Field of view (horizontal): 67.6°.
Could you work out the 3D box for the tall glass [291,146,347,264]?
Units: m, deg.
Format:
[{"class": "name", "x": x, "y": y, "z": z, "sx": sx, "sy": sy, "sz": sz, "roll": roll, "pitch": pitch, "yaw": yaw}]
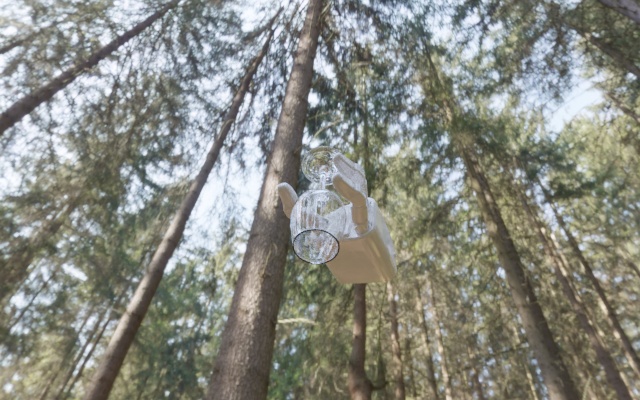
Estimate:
[{"class": "tall glass", "x": 0.000, "y": 0.002, "z": 0.699, "sx": 0.079, "sy": 0.079, "sz": 0.201, "roll": 0, "pitch": 36, "yaw": 5}]
